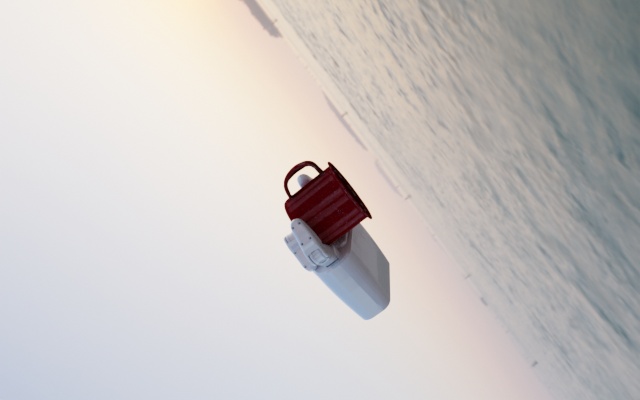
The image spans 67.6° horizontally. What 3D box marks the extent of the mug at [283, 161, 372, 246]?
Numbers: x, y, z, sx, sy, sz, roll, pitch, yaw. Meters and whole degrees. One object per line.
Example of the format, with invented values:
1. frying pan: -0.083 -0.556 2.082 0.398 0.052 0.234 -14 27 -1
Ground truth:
1. mug: -0.001 0.001 0.614 0.081 0.117 0.093 -37 22 9
